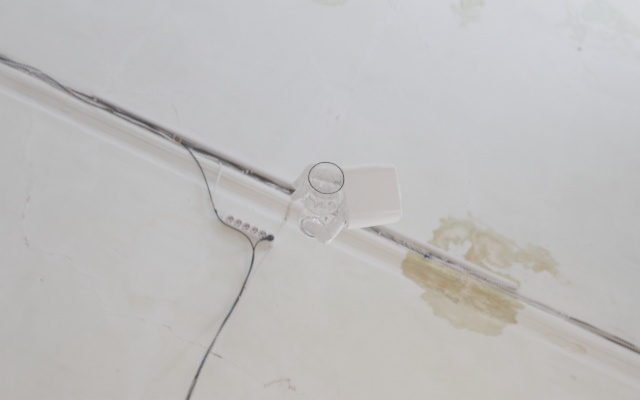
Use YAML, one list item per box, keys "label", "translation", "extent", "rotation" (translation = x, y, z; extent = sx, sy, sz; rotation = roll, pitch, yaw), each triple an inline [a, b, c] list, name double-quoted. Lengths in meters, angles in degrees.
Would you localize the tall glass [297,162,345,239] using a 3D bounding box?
- label: "tall glass"
  translation: [0.000, 0.003, 0.888]
  extent: [0.079, 0.079, 0.201]
  rotation: [0, -24, -6]
